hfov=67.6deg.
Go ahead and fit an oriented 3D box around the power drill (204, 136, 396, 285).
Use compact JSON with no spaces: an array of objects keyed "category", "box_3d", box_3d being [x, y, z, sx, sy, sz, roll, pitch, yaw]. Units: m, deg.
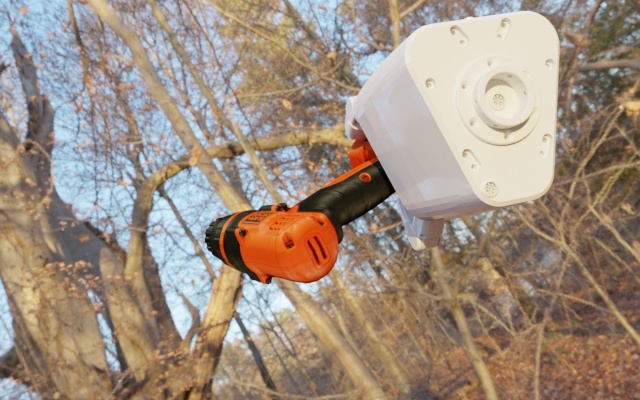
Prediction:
[{"category":"power drill","box_3d":[0.001,0.001,0.414,0.187,0.057,0.184,-35,19,-27]}]
